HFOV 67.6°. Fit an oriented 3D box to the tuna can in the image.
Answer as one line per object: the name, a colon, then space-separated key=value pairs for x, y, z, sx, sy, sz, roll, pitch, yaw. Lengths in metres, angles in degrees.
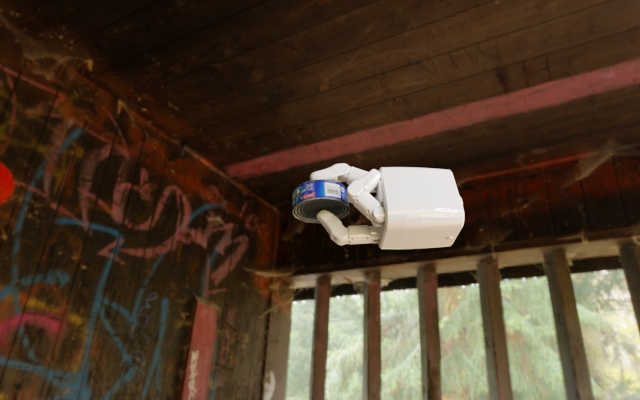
tuna can: x=0.000 y=0.002 z=0.719 sx=0.086 sy=0.033 sz=0.086 roll=-3 pitch=-27 yaw=-1
